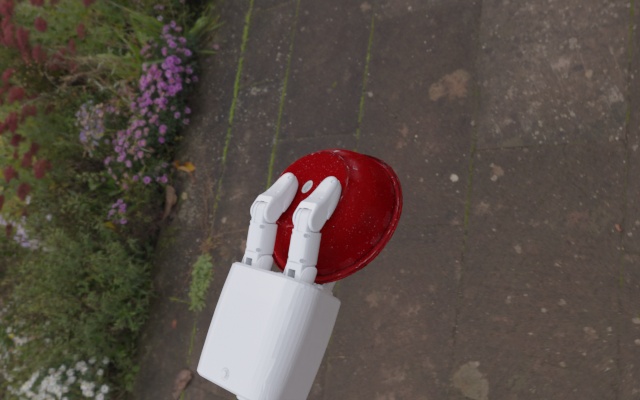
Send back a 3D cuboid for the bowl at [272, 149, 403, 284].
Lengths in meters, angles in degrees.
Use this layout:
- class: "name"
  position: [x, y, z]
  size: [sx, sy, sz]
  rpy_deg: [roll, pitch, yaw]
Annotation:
- class: "bowl"
  position: [0.000, 0.000, 0.496]
  size: [0.162, 0.162, 0.055]
  rpy_deg: [0, -32, 34]
